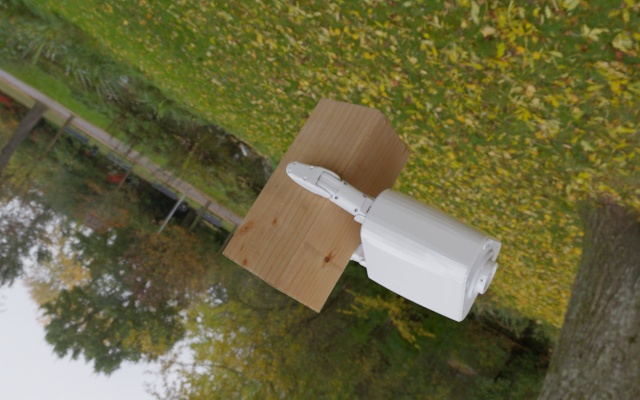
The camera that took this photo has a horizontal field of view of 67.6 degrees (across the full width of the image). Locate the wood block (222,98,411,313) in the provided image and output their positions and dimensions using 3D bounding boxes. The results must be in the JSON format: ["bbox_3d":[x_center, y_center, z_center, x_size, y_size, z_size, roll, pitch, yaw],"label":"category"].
[{"bbox_3d":[0.000,0.002,0.524,0.090,0.206,0.091,22,-14,41],"label":"wood block"}]
